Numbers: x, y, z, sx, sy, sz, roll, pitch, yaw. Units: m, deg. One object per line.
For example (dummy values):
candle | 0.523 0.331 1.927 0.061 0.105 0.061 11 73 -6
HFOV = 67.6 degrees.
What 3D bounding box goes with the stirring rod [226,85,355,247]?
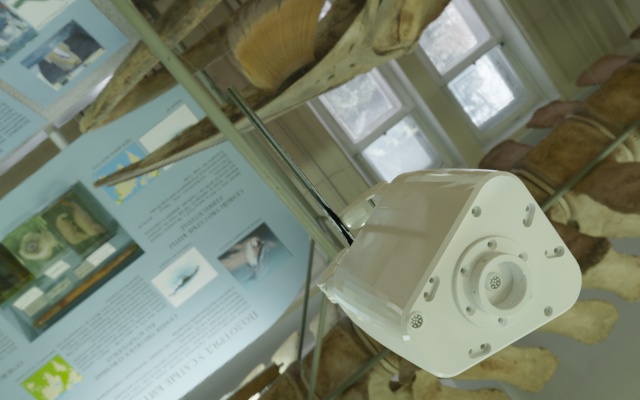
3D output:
stirring rod | 0.000 0.001 0.409 0.011 0.239 0.011 -37 11 9
